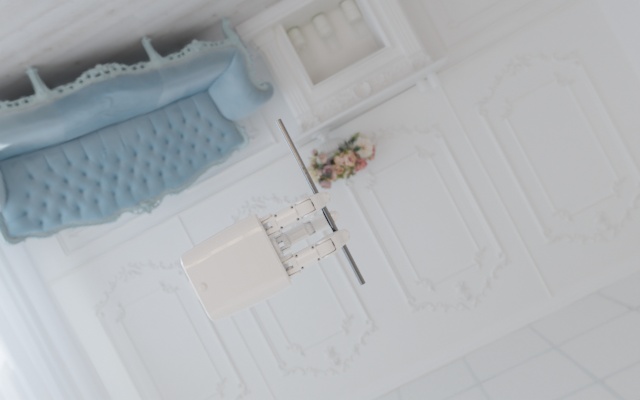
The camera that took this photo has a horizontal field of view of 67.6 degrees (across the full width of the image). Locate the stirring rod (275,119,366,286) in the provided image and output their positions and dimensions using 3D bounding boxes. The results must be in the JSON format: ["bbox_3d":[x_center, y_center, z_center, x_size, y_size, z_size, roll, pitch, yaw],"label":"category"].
[{"bbox_3d":[0.000,0.002,0.622,0.011,0.239,0.011,-27,0,0],"label":"stirring rod"}]
